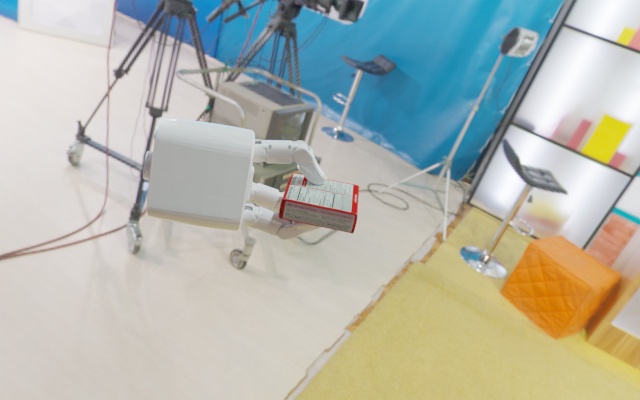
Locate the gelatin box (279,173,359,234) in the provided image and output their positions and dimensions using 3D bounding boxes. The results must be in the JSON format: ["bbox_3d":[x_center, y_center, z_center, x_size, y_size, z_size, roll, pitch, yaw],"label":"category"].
[{"bbox_3d":[0.001,0.002,0.569,0.089,0.030,0.073,11,29,0],"label":"gelatin box"}]
